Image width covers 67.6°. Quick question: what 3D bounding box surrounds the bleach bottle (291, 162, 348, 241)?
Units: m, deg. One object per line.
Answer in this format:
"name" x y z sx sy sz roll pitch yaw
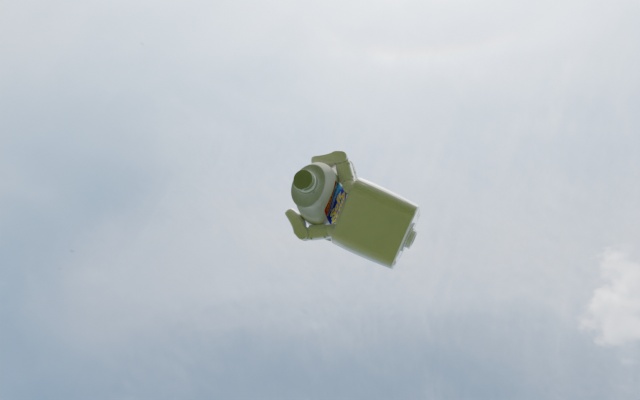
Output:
"bleach bottle" 0.000 0.002 0.781 0.068 0.102 0.251 25 -4 17
